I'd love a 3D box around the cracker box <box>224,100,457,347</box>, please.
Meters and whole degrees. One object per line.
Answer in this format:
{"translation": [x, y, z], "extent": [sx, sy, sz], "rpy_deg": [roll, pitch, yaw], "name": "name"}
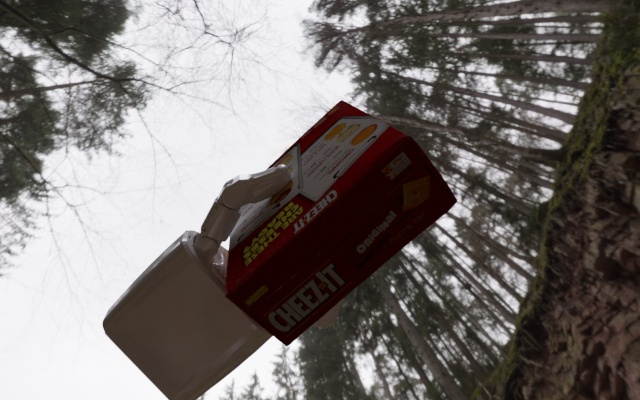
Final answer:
{"translation": [0.000, 0.001, 0.421], "extent": [0.164, 0.072, 0.213], "rpy_deg": [-42, 20, 5], "name": "cracker box"}
